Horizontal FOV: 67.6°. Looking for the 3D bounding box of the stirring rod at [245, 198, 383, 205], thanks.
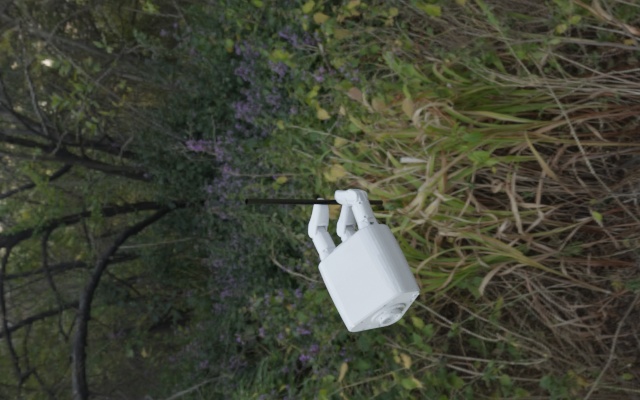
[{"bbox_3d":[0.000,0.002,0.702,0.239,0.011,0.011,1,0,-35],"label":"stirring rod"}]
